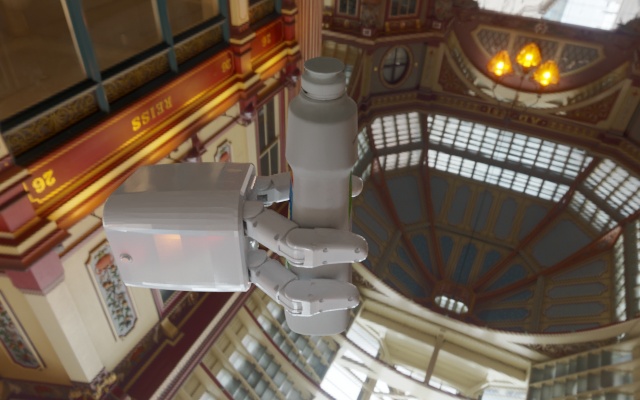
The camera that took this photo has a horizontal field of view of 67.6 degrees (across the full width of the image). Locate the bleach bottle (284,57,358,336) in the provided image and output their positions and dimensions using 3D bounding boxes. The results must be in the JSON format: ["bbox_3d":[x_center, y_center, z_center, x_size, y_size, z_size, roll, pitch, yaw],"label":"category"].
[{"bbox_3d":[0.000,0.001,0.406,0.068,0.251,0.102,1,38,-1],"label":"bleach bottle"}]
